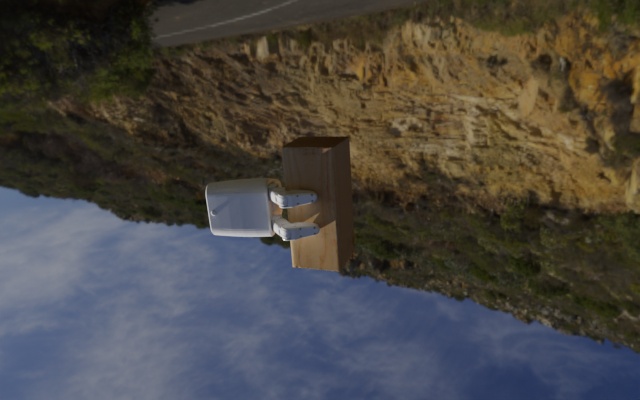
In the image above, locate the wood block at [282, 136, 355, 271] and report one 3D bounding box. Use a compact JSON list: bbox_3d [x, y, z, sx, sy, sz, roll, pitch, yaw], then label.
[{"bbox_3d":[0.000,0.003,0.799,0.090,0.206,0.090,2,19,18],"label":"wood block"}]
